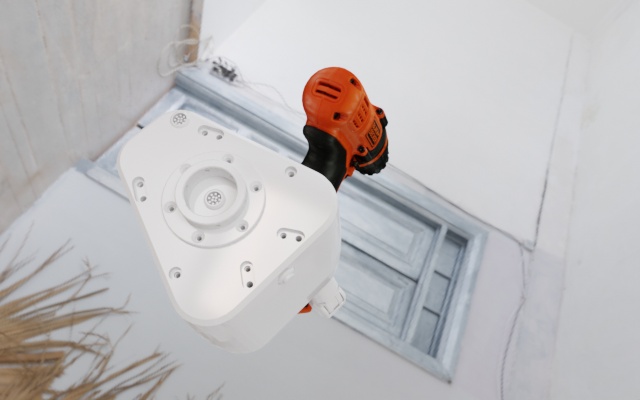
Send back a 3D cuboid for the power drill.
[{"bbox_3d":[0.000,0.002,0.410,0.057,0.187,0.184,23,-4,21],"label":"power drill"}]
